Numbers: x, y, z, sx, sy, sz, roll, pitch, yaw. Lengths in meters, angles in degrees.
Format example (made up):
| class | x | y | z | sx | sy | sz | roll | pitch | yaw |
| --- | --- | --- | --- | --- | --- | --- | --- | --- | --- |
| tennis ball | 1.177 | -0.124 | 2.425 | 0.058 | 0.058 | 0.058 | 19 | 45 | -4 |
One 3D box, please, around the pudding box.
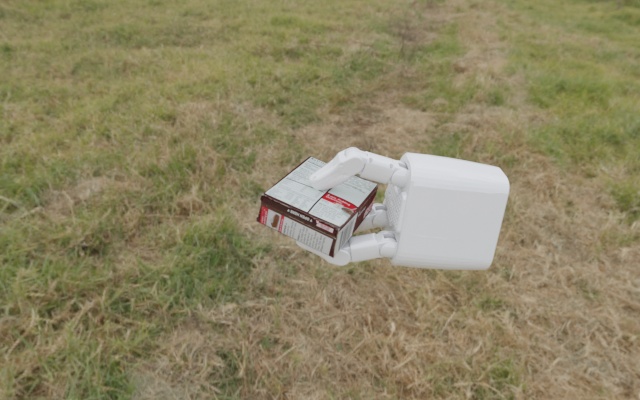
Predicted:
| class | x | y | z | sx | sy | sz | roll | pitch | yaw |
| --- | --- | --- | --- | --- | --- | --- | --- | --- | --- |
| pudding box | 0.000 | 0.002 | 0.505 | 0.090 | 0.039 | 0.113 | 23 | 32 | 16 |
